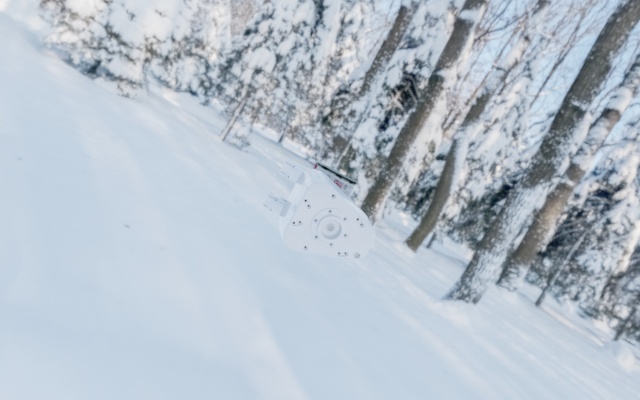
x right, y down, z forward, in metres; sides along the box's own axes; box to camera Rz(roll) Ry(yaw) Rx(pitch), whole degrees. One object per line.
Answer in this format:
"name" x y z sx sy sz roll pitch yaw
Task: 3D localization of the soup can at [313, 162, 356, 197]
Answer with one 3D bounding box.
"soup can" 0.000 0.002 0.707 0.068 0.102 0.068 28 6 -3
